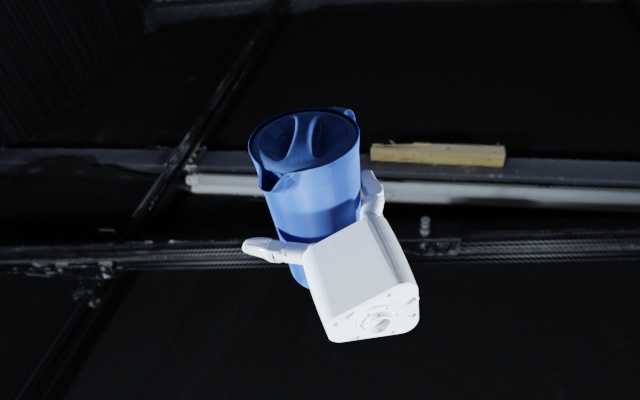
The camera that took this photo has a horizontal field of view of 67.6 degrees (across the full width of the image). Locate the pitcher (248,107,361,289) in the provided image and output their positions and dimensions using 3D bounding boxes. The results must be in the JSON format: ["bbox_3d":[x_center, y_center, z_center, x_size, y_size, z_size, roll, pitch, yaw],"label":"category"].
[{"bbox_3d":[0.000,0.002,0.647,0.149,0.243,0.145,-15,42,-6],"label":"pitcher"}]
